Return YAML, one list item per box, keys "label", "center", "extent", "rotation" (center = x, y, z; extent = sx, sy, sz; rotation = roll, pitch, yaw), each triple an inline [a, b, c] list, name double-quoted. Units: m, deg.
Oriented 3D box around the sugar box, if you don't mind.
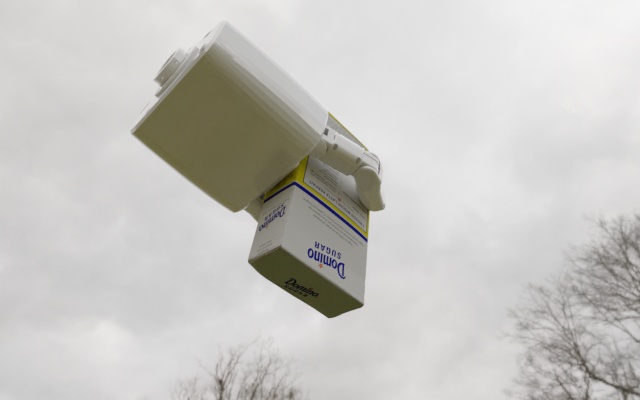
- label: "sugar box"
  center: [0.000, 0.001, 0.414]
  extent: [0.048, 0.176, 0.093]
  rotation: [-28, -55, 36]
